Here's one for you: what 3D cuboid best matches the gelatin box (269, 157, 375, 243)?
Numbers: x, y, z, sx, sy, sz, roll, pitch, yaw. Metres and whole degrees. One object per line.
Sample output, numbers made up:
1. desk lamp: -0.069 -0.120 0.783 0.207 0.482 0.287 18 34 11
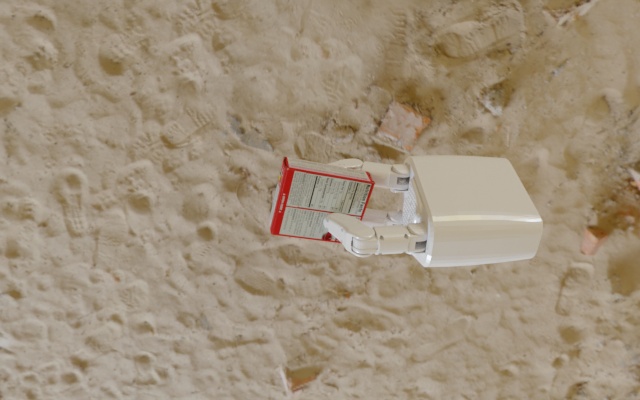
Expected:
1. gelatin box: 0.000 0.002 0.467 0.089 0.073 0.030 8 27 -15
